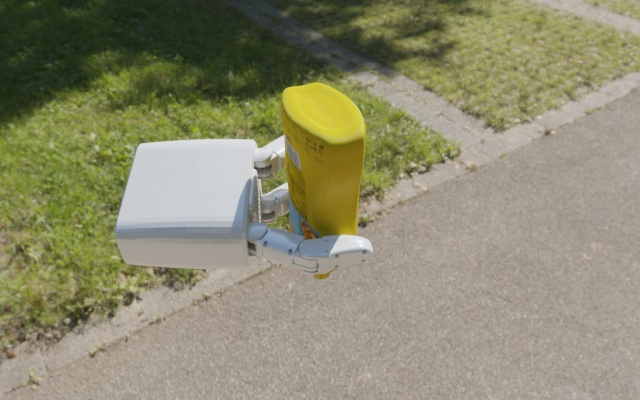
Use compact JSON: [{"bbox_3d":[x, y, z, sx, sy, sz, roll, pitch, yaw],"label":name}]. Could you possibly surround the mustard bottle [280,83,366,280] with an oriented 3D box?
[{"bbox_3d":[0.000,0.001,0.427,0.058,0.192,0.096,-16,42,-19],"label":"mustard bottle"}]
